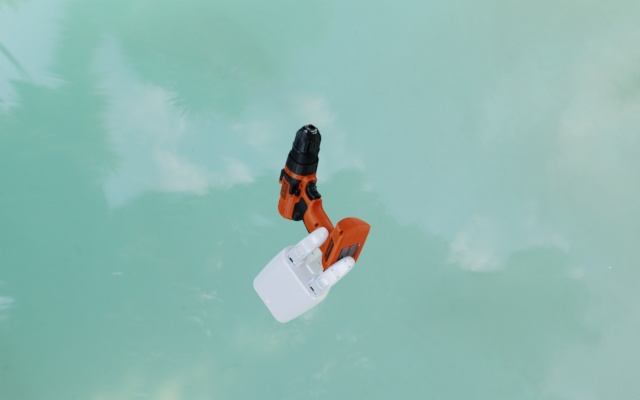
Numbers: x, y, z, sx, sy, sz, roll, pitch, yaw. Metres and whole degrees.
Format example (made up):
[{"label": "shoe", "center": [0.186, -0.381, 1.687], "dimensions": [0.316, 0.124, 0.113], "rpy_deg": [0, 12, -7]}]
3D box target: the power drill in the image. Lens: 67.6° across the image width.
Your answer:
[{"label": "power drill", "center": [0.000, 0.003, 0.729], "dimensions": [0.057, 0.185, 0.187], "rpy_deg": [-14, 50, -28]}]
